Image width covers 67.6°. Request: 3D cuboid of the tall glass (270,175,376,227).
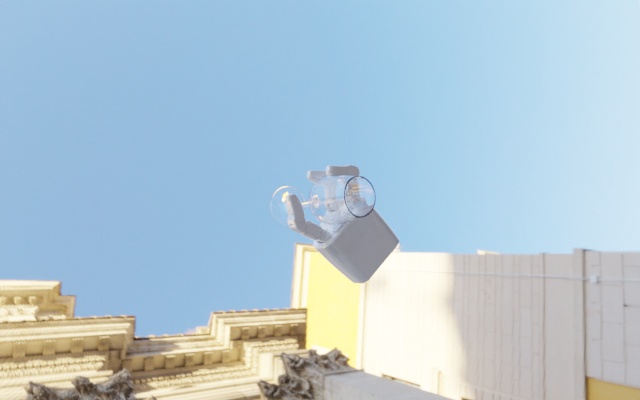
[{"bbox_3d":[0.000,0.003,0.778,0.079,0.079,0.201,0,-5,-36],"label":"tall glass"}]
